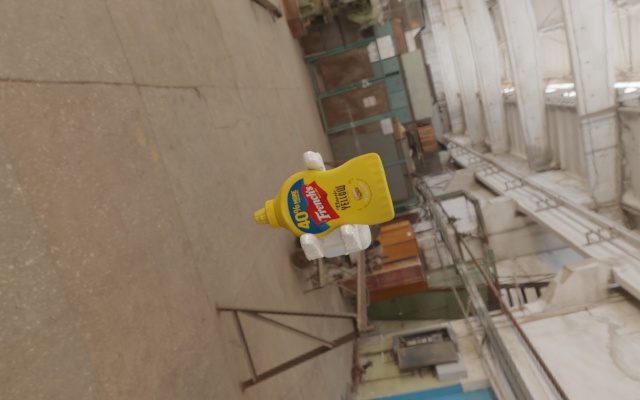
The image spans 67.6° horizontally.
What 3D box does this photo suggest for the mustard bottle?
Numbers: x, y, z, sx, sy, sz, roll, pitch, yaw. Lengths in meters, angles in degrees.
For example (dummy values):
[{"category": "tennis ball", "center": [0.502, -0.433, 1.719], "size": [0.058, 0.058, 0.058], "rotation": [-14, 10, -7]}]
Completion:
[{"category": "mustard bottle", "center": [0.000, 0.002, 0.668], "size": [0.191, 0.096, 0.058], "rotation": [-14, 4, 8]}]
